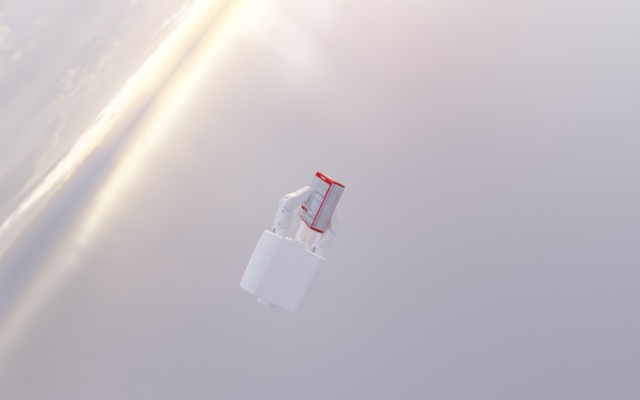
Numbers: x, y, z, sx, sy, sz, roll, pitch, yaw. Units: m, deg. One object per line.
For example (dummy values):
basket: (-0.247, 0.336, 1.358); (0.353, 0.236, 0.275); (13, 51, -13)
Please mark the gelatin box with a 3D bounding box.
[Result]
gelatin box: (0.000, 0.002, 0.813); (0.030, 0.089, 0.073); (21, 8, -25)
